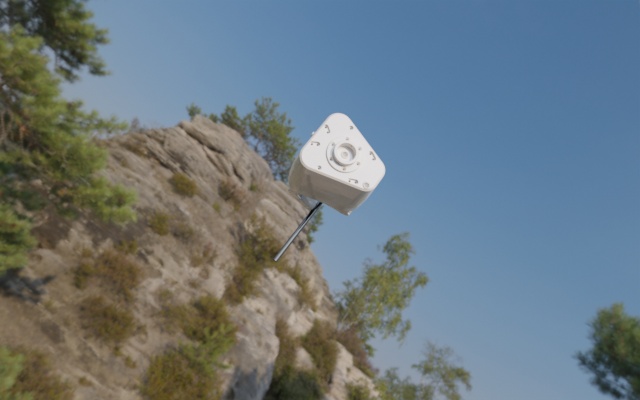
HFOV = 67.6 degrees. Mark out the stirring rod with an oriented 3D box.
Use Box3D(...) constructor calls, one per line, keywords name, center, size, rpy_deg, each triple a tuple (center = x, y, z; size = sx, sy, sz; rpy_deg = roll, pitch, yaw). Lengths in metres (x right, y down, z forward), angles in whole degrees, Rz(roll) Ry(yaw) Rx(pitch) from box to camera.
Box3D(name="stirring rod", center=(0.000, 0.003, 0.773), size=(0.011, 0.239, 0.011), rpy_deg=(34, -17, 12))
